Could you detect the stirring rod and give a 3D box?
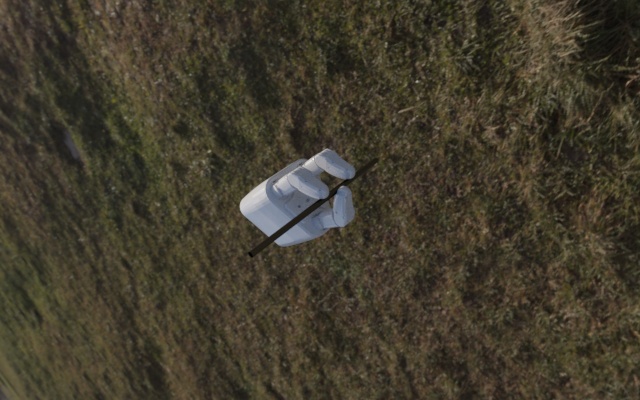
[{"bbox_3d":[0.000,0.002,0.606,0.011,0.011,0.239,0,29,49],"label":"stirring rod"}]
